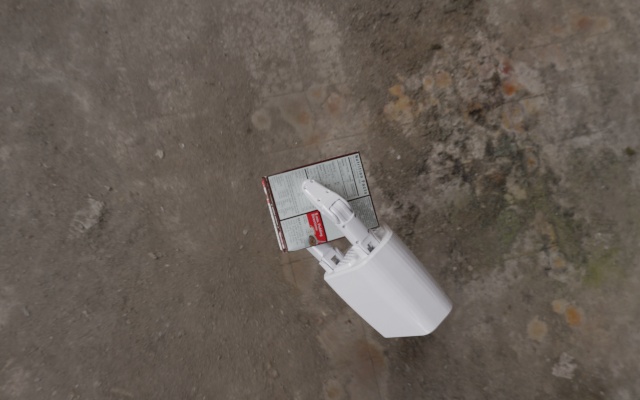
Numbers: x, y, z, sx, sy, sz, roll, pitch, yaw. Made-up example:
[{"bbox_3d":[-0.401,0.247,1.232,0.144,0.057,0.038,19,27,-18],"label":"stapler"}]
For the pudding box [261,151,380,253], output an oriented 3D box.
[{"bbox_3d":[0.000,0.002,0.531,0.113,0.090,0.039,-15,1,-14],"label":"pudding box"}]
